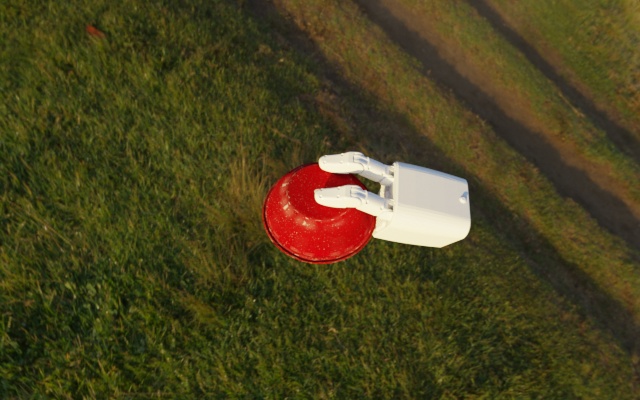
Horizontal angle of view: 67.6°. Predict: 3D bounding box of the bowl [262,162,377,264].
[{"bbox_3d":[-0.001,0.002,0.651,0.162,0.162,0.055,0,-33,-2],"label":"bowl"}]
